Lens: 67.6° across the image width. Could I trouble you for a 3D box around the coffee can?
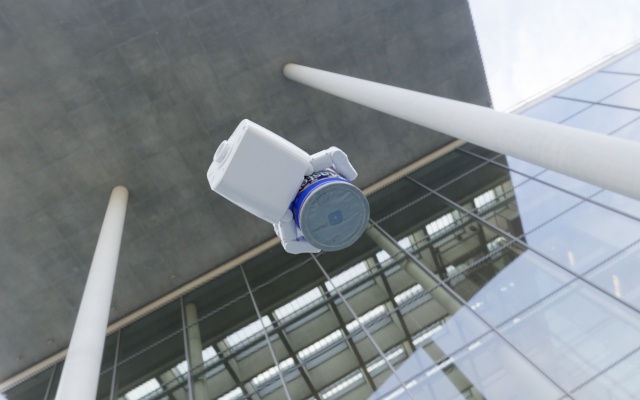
[{"bbox_3d":[0.000,0.002,0.726,0.103,0.103,0.140,0,18,-19],"label":"coffee can"}]
